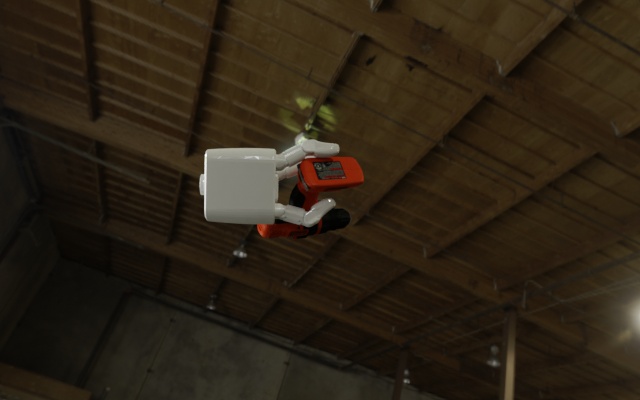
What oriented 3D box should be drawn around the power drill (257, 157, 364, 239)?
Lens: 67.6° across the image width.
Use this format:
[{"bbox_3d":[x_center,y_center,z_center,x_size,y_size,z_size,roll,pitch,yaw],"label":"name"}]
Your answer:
[{"bbox_3d":[0.000,0.002,0.820,0.184,0.057,0.188,-6,-32,-30],"label":"power drill"}]
